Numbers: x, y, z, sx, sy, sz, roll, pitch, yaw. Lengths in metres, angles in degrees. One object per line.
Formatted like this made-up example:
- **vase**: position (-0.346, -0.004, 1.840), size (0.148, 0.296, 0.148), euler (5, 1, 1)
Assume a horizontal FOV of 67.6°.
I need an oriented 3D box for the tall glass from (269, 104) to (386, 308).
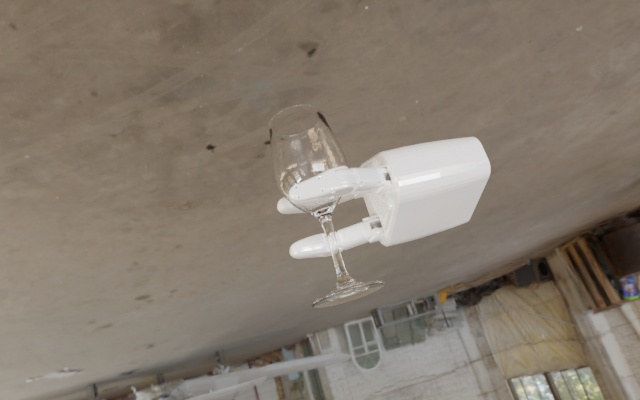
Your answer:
- **tall glass**: position (0.000, 0.002, 0.491), size (0.079, 0.201, 0.079), euler (-15, -20, -6)
